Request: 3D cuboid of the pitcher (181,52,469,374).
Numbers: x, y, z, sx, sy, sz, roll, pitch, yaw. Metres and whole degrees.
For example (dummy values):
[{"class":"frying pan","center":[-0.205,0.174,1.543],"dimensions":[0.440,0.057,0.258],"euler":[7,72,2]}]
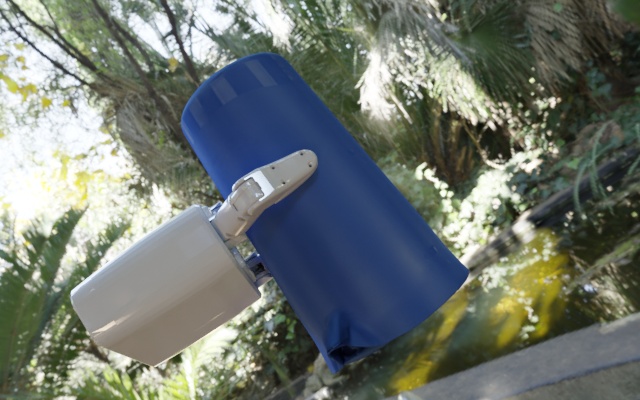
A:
[{"class":"pitcher","center":[0.000,0.001,0.400],"dimensions":[0.145,0.243,0.149],"euler":[-34,-8,-11]}]
